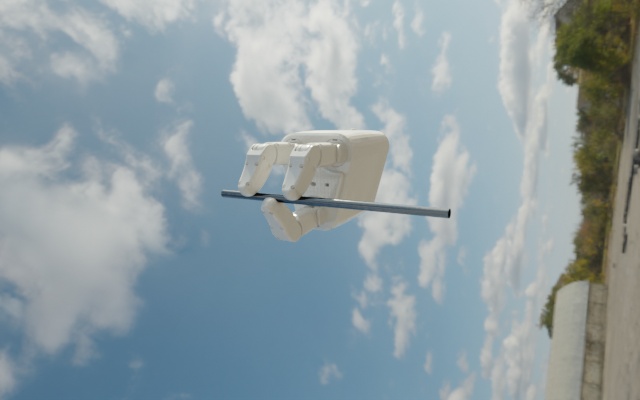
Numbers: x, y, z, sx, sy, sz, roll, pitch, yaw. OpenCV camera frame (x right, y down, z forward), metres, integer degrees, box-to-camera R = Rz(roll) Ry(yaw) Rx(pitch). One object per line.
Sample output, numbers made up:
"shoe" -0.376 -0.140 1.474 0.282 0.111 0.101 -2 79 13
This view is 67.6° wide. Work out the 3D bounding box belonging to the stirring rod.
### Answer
"stirring rod" 0.000 0.001 0.441 0.239 0.011 0.011 5 3 31
